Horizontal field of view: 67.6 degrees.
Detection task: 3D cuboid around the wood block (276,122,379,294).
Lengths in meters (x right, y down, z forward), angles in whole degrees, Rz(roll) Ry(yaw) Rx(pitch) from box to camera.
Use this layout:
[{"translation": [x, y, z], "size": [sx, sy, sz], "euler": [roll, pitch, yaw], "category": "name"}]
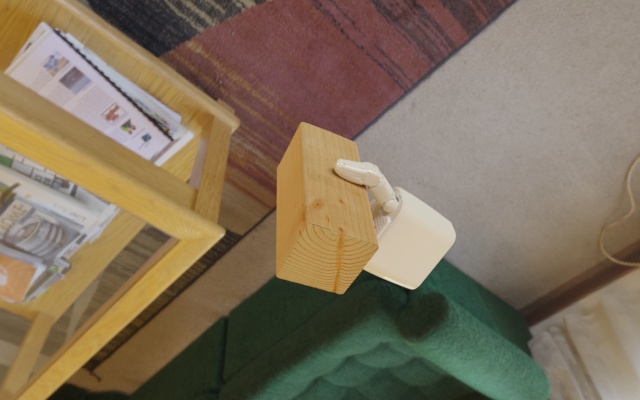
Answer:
[{"translation": [0.001, 0.002, 0.607], "size": [0.090, 0.091, 0.206], "euler": [19, 36, -20], "category": "wood block"}]
